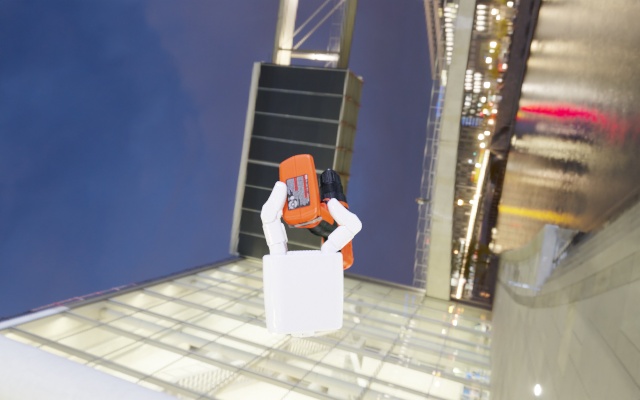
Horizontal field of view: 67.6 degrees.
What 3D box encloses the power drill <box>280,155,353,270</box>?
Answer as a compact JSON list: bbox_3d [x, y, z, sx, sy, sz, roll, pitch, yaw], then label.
[{"bbox_3d":[0.000,0.003,0.758,0.057,0.184,0.188,-17,-28,17],"label":"power drill"}]
